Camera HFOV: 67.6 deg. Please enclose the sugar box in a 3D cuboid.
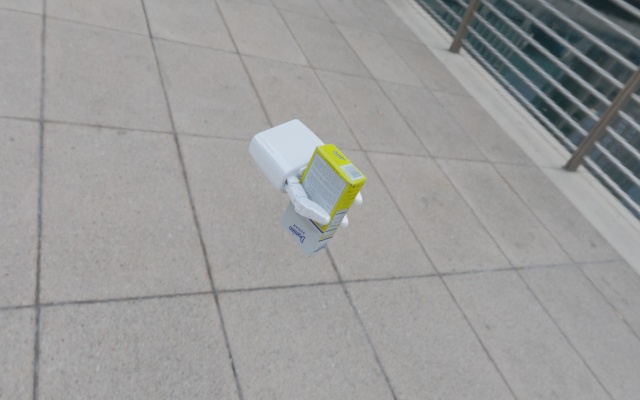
[{"bbox_3d":[0.000,0.002,0.806,0.048,0.176,0.093,-16,55,-42],"label":"sugar box"}]
